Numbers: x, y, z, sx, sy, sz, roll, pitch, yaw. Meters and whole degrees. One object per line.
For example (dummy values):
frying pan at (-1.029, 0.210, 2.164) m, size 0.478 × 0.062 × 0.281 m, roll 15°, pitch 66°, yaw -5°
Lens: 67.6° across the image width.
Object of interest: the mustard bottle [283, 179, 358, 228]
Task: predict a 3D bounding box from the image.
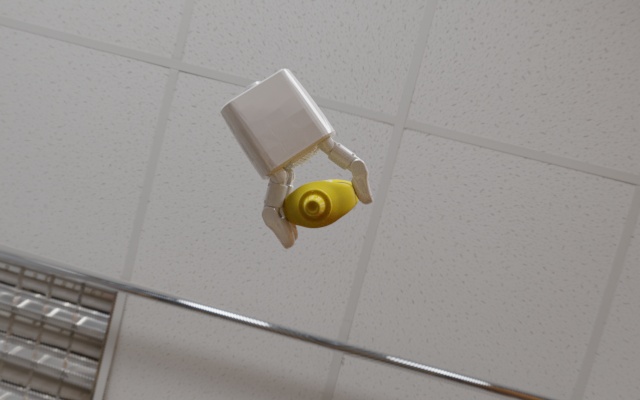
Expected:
mustard bottle at (0.000, 0.002, 0.637) m, size 0.096 × 0.058 × 0.191 m, roll -11°, pitch 1°, yaw 6°
